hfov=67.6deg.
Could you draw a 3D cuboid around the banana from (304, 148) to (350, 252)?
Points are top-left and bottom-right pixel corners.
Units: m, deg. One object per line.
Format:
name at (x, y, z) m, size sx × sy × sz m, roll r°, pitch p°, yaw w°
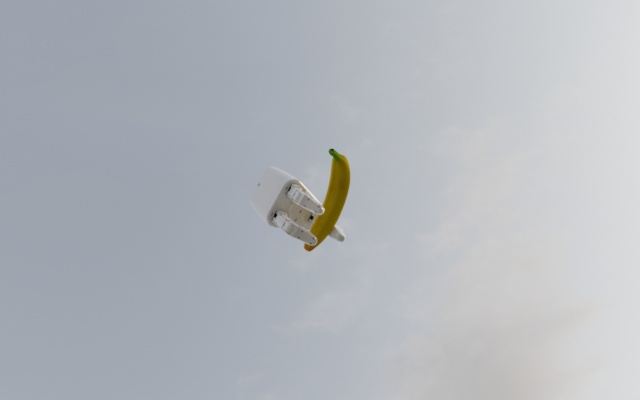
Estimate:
banana at (0.016, -0.001, 0.840) m, size 0.069 × 0.198 × 0.037 m, roll -5°, pitch 28°, yaw -37°
